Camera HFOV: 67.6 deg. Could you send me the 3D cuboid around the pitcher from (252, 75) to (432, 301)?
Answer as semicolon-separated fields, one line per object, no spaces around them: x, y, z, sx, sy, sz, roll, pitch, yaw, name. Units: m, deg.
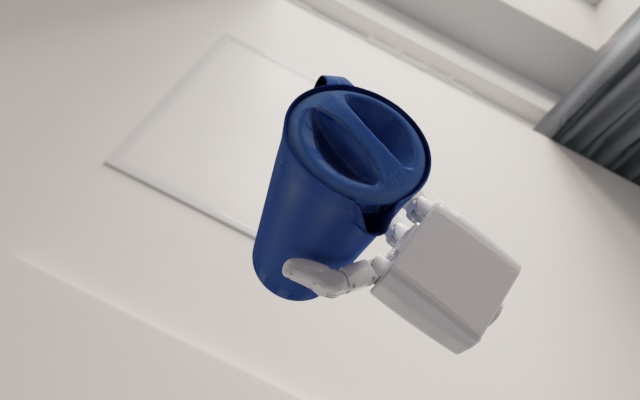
0.000;0.002;0.500;0.145;0.149;0.243;36;-38;6;pitcher
